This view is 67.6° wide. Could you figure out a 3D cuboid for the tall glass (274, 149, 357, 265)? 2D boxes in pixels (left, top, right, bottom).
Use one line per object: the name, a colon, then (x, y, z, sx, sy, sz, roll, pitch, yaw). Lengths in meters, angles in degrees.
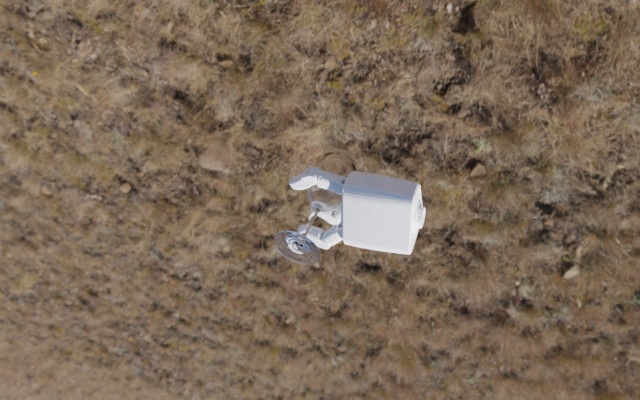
tall glass: (0.000, 0.003, 0.769, 0.079, 0.079, 0.201, 0, 44, 29)
